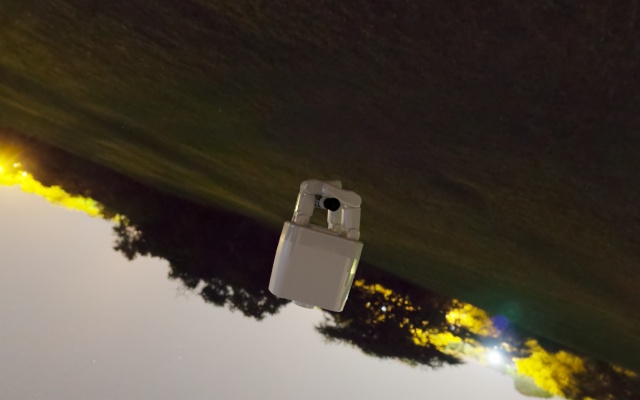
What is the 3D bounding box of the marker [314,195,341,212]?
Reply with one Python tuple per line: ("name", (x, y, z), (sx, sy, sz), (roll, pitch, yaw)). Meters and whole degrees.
("marker", (0.000, 0.002, 0.692), (0.020, 0.020, 0.121), (0, 4, -20))
